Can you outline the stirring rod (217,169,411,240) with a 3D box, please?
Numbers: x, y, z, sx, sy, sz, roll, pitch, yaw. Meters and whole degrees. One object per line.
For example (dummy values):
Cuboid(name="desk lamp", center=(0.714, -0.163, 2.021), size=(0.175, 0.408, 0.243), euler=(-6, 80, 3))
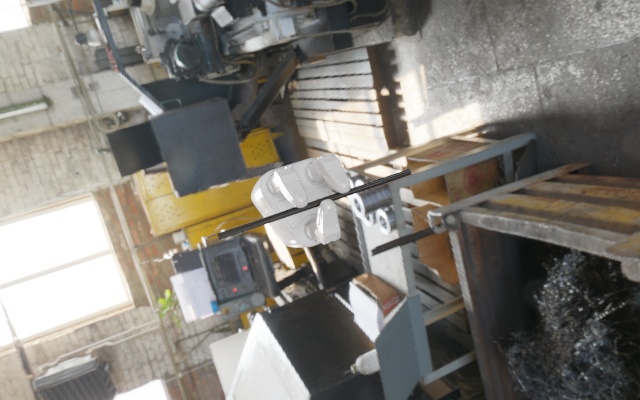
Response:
Cuboid(name="stirring rod", center=(0.000, 0.002, 0.545), size=(0.239, 0.011, 0.011), euler=(-19, 6, -18))
